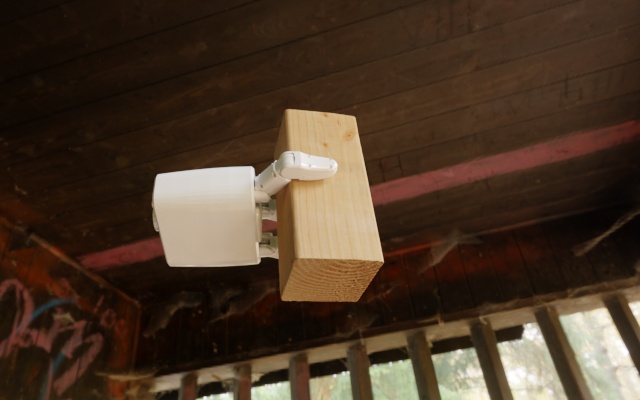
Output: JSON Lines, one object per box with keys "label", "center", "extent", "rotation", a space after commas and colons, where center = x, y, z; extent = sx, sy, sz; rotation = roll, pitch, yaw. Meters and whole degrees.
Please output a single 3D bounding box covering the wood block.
{"label": "wood block", "center": [0.000, 0.001, 0.546], "extent": [0.090, 0.206, 0.091], "rotation": [4, -38, -14]}
